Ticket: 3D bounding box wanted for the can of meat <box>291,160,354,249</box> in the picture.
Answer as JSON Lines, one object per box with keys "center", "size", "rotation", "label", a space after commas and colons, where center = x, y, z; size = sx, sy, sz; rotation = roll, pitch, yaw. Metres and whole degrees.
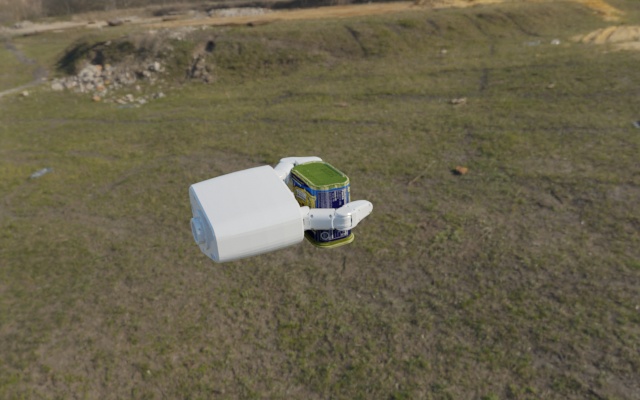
{"center": [0.000, 0.002, 0.627], "size": [0.057, 0.084, 0.102], "rotation": [-13, 25, -21], "label": "can of meat"}
